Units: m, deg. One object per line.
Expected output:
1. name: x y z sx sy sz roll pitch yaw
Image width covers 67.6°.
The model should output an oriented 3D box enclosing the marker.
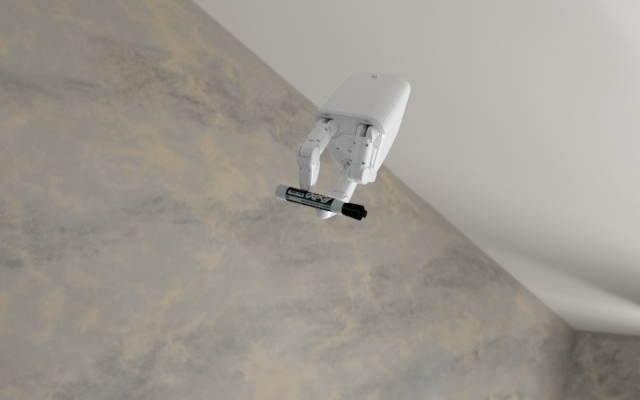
1. marker: 0.000 0.002 0.579 0.121 0.020 0.020 15 6 26
